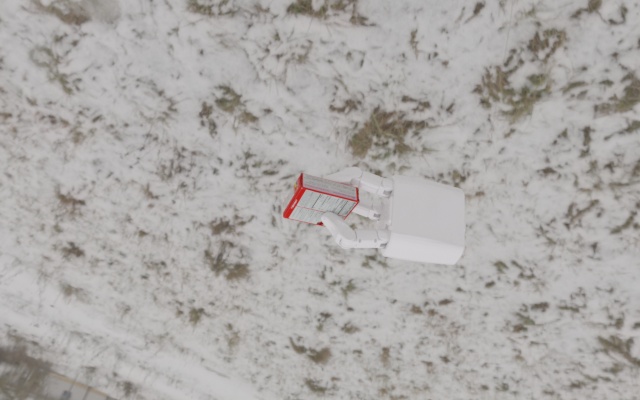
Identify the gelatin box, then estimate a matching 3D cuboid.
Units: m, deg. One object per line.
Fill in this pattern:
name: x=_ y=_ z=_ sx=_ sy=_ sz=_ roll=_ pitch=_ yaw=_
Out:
gelatin box: x=0.000 y=0.003 z=0.673 sx=0.089 sy=0.030 sz=0.073 roll=13 pitch=-40 yaw=-19
